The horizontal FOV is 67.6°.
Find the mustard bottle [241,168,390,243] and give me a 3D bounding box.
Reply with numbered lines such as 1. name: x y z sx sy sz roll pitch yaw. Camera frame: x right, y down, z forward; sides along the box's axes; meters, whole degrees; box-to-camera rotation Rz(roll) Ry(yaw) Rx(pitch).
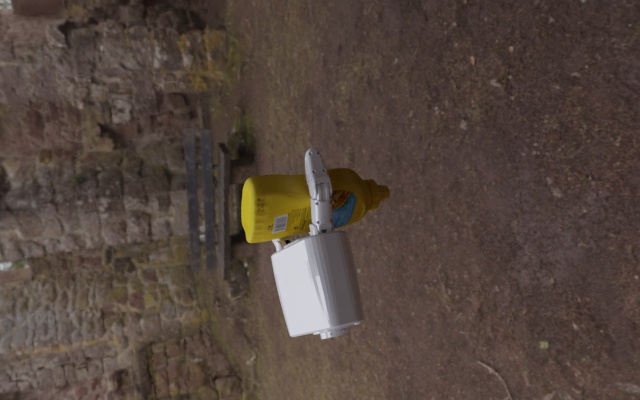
1. mustard bottle: 0.000 0.002 0.603 0.191 0.058 0.096 -8 -39 -20
